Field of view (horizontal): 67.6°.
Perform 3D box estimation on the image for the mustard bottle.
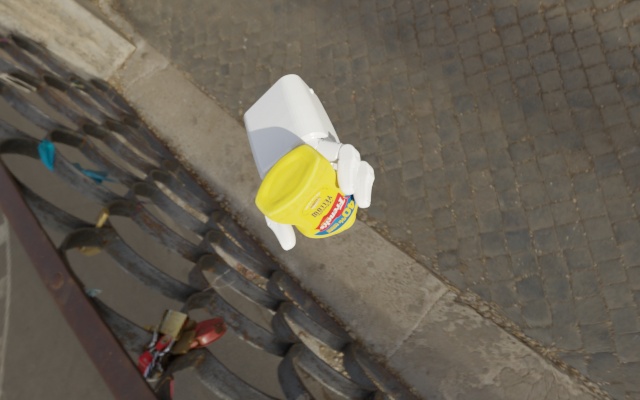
[{"bbox_3d":[0.000,0.002,0.622,0.058,0.096,0.192,42,4,29],"label":"mustard bottle"}]
